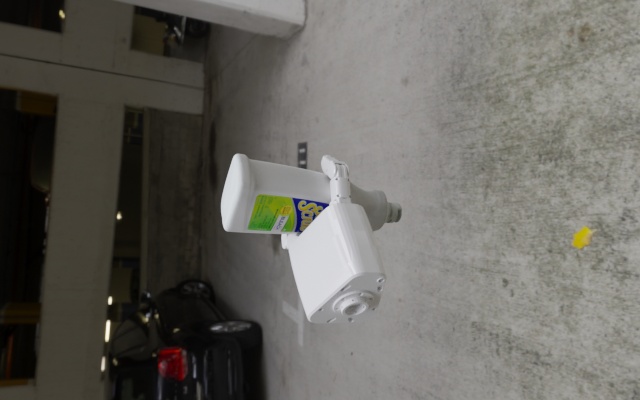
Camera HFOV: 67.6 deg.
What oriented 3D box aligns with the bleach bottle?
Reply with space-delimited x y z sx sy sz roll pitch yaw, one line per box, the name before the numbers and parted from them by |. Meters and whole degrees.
bleach bottle | 0.000 0.002 0.645 0.251 0.068 0.103 5 -47 -23
